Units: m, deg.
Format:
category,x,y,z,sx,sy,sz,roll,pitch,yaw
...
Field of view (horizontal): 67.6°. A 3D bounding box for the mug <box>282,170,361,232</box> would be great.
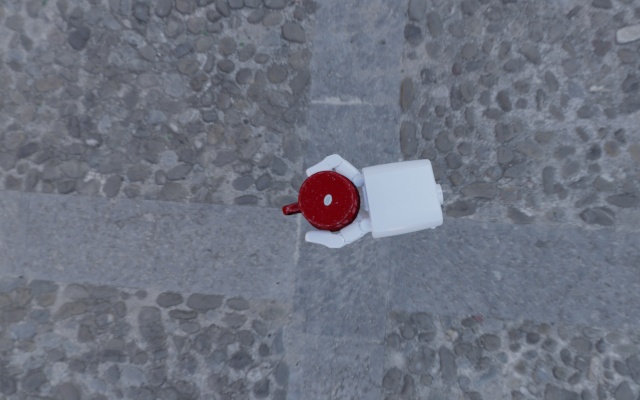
category,x,y,z,sx,sy,sz,roll,pitch,yaw
mug,-0.001,0.002,0.706,0.117,0.093,0.081,-10,-5,5
